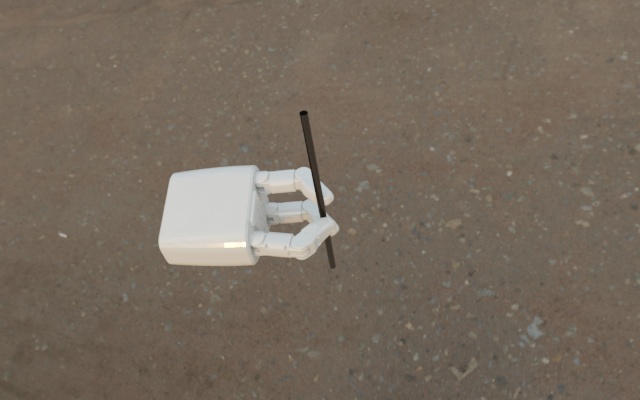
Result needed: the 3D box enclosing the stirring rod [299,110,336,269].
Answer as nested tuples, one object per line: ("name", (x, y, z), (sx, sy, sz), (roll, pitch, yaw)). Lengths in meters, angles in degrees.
("stirring rod", (0.000, 0.002, 0.529), (0.011, 0.011, 0.240), (0, -44, 10))
